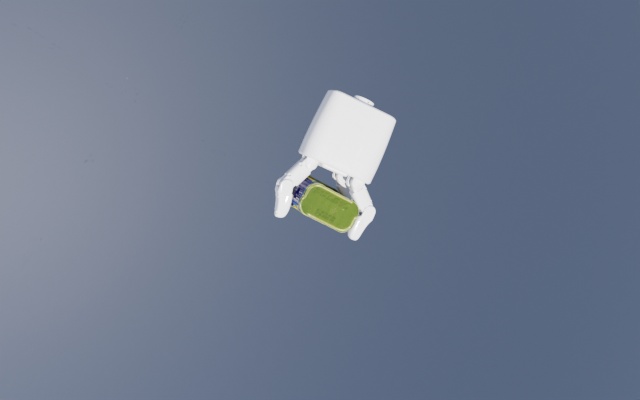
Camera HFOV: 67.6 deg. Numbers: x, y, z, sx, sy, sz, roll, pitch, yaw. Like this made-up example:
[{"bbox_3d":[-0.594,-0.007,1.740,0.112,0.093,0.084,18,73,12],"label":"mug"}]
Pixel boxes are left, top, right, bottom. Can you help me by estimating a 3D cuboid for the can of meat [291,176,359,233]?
[{"bbox_3d":[0.000,0.003,0.736,0.102,0.057,0.084,27,2,-25],"label":"can of meat"}]
